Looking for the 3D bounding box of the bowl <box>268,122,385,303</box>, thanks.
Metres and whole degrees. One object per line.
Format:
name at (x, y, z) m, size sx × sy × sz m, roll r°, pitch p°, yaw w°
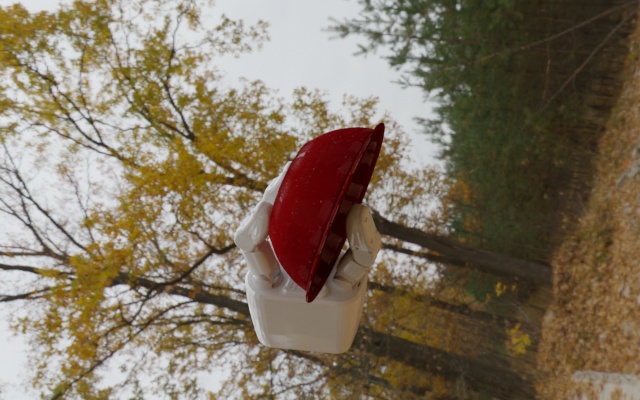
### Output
bowl at (0.000, 0.000, 0.405) m, size 0.055 × 0.162 × 0.162 m, roll 23°, pitch 4°, yaw 9°
